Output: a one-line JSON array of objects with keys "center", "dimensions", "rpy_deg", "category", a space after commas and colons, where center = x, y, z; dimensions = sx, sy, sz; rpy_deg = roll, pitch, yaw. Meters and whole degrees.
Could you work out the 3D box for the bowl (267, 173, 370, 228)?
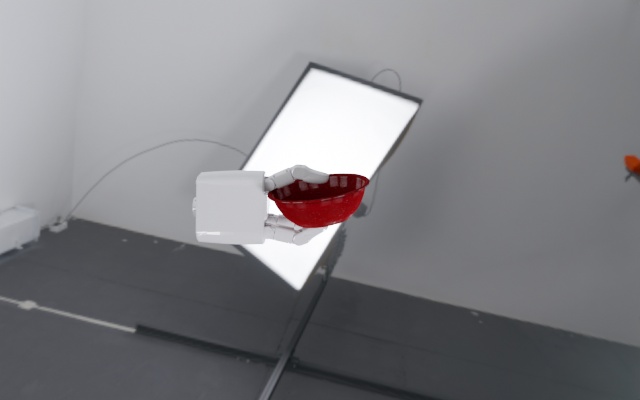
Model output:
[{"center": [0.001, 0.003, 0.753], "dimensions": [0.162, 0.055, 0.162], "rpy_deg": [-8, 15, 2], "category": "bowl"}]
